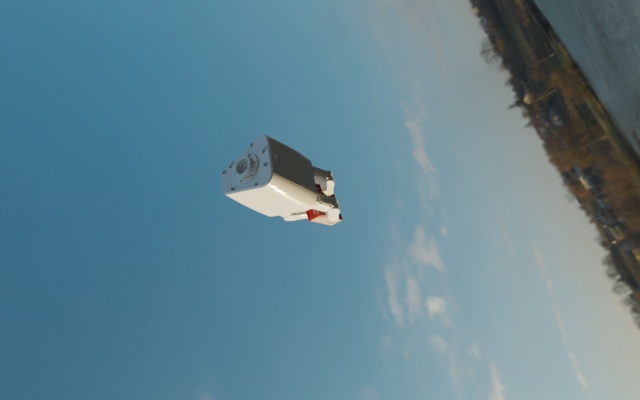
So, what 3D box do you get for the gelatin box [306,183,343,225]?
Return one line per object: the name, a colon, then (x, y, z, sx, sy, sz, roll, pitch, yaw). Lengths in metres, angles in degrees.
gelatin box: (0.000, 0.003, 0.861, 0.030, 0.073, 0.089, -26, -19, 23)
